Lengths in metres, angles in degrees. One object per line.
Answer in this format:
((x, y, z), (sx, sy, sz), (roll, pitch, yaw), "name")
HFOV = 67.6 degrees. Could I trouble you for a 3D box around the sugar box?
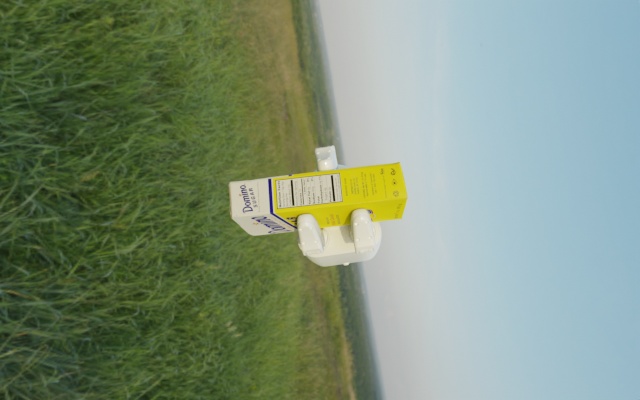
((0.000, 0.002, 0.512), (0.176, 0.048, 0.093), (-9, -17, 4), "sugar box")
